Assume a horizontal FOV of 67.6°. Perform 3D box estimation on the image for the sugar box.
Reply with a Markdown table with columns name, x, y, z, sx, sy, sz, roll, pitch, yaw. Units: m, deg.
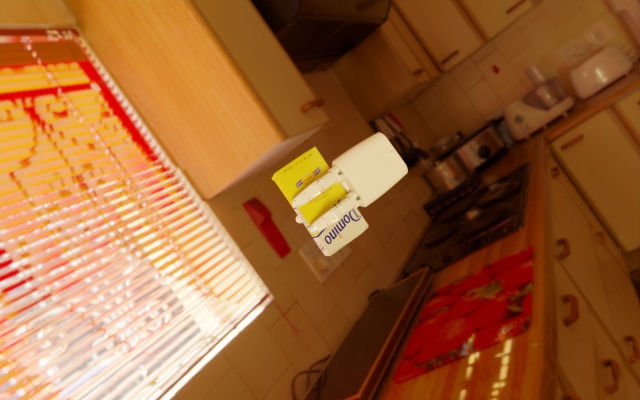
| name | x | y | z | sx | sy | sz | roll | pitch | yaw |
| --- | --- | --- | --- | --- | --- | --- | --- | --- | --- |
| sugar box | 0.000 | 0.003 | 0.859 | 0.093 | 0.176 | 0.048 | -36 | 1 | -14 |
